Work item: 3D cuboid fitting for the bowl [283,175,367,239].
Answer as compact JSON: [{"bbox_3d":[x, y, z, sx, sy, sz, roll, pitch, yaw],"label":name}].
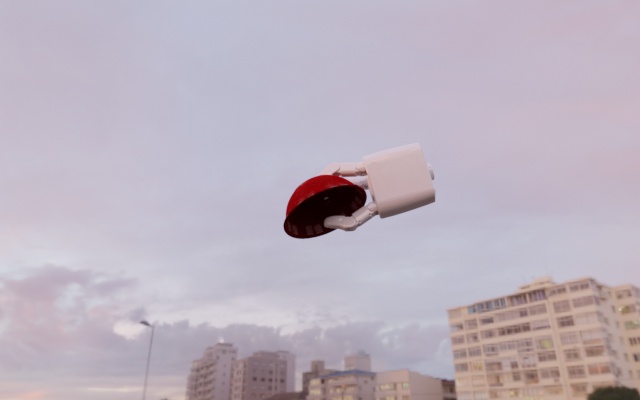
[{"bbox_3d":[-0.001,0.003,0.864,0.162,0.055,0.162,-20,-29,-12],"label":"bowl"}]
